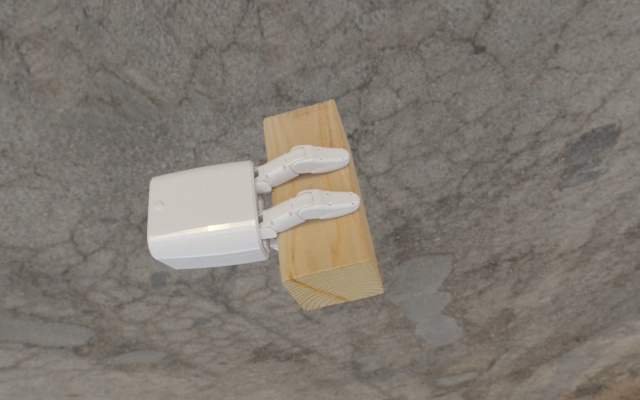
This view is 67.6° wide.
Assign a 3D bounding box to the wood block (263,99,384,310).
[{"bbox_3d":[0.000,0.002,0.529,0.090,0.206,0.091,-14,-33,7],"label":"wood block"}]
